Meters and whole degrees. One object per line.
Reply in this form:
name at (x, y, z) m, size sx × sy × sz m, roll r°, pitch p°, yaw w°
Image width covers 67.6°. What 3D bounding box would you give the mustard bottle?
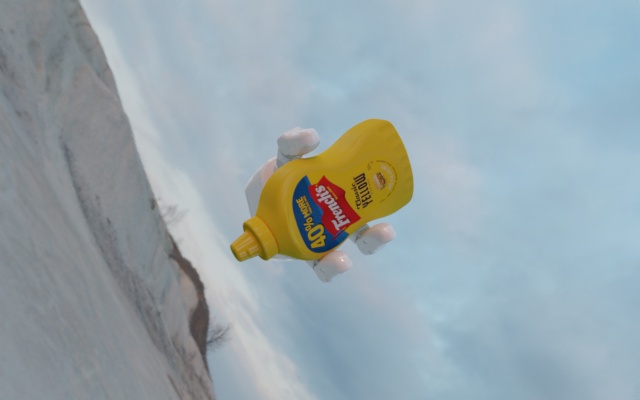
mustard bottle at (0.000, 0.001, 0.456) m, size 0.191 × 0.096 × 0.058 m, roll -31°, pitch 28°, yaw -22°
